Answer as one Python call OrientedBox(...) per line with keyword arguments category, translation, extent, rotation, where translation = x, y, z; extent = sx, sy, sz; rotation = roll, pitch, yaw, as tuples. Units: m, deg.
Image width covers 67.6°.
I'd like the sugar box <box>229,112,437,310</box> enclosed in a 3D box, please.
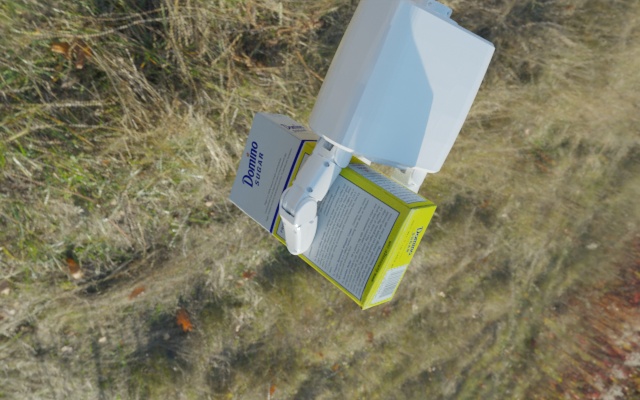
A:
OrientedBox(category="sugar box", translation=(0.001, 0.001, 0.405), extent=(0.048, 0.093, 0.176), rotation=(-4, 33, -48))
